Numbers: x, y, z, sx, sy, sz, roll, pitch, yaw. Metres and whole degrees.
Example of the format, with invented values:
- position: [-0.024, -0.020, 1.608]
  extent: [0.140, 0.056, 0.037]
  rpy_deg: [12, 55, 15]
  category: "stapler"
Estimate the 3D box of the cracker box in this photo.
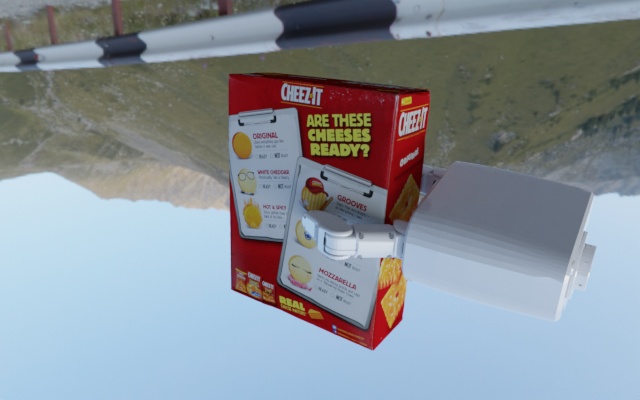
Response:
- position: [0.000, 0.002, 0.427]
  extent: [0.164, 0.214, 0.072]
  rpy_deg: [15, 22, 31]
  category: "cracker box"
